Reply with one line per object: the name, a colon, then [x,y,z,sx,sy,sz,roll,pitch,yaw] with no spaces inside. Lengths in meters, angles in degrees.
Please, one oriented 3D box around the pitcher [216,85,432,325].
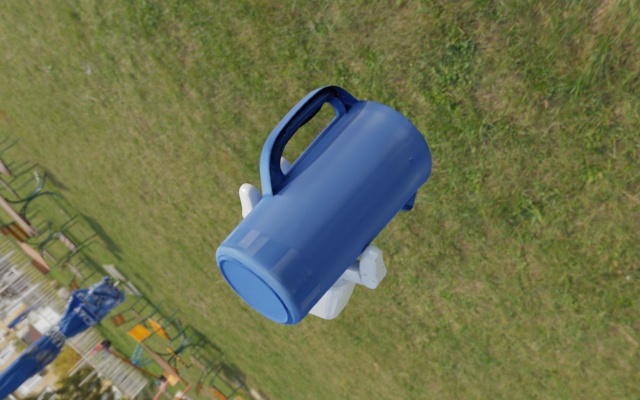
pitcher: [0.000,0.002,0.514,0.149,0.242,0.145,33,-31,17]
